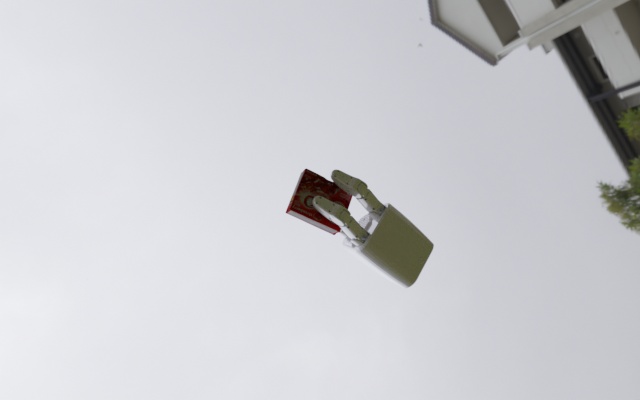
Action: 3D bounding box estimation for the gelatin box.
[{"bbox_3d":[0.000,0.002,0.741,0.089,0.073,0.030,25,-20,-12],"label":"gelatin box"}]
